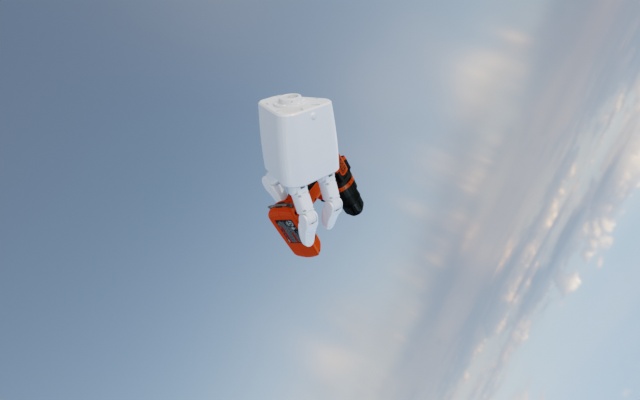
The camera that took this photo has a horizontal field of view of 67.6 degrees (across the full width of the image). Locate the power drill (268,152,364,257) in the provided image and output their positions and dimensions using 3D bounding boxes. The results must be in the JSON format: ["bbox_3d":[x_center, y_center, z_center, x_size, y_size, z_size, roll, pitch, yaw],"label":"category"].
[{"bbox_3d":[0.000,0.003,0.804,0.057,0.184,0.187,-8,39,37],"label":"power drill"}]
